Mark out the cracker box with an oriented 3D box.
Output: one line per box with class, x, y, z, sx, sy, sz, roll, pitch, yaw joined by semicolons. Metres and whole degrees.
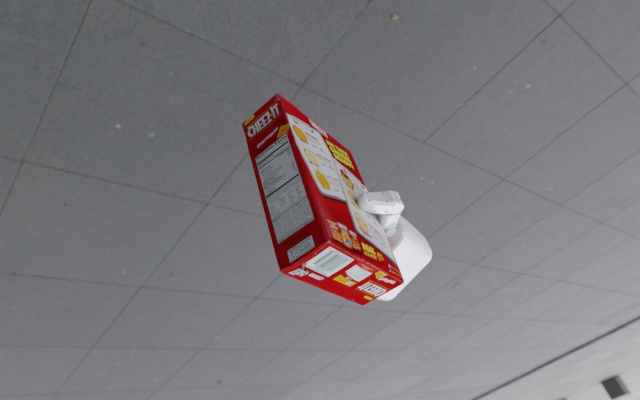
cracker box;0.000;0.002;0.562;0.072;0.213;0.164;-34;-38;20
